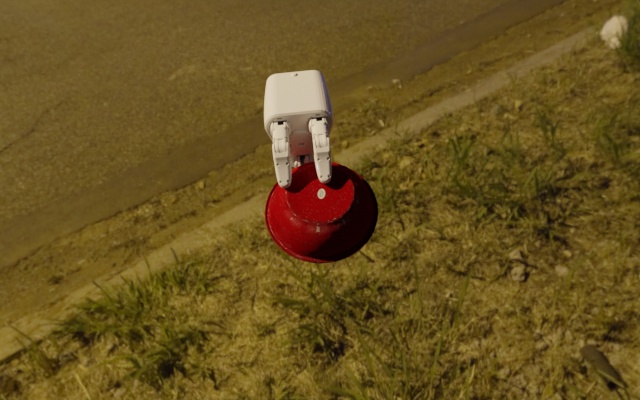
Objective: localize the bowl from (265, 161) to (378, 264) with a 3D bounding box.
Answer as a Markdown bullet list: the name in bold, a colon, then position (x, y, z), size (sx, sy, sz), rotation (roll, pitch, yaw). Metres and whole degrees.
- **bowl**: position (0.001, 0.003, 0.656), size (0.162, 0.162, 0.055), rotation (0, -28, 2)
